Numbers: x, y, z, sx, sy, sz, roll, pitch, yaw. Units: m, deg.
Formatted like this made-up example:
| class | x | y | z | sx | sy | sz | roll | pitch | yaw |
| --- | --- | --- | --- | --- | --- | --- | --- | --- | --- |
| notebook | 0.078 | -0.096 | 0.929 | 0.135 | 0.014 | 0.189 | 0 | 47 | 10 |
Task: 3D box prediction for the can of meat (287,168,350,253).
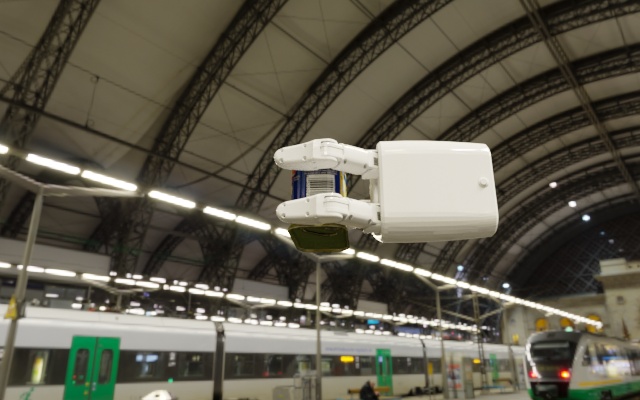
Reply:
| class | x | y | z | sx | sy | sz | roll | pitch | yaw |
| --- | --- | --- | --- | --- | --- | --- | --- | --- | --- |
| can of meat | 0.000 | 0.001 | 0.494 | 0.057 | 0.084 | 0.102 | -1 | -19 | 5 |
